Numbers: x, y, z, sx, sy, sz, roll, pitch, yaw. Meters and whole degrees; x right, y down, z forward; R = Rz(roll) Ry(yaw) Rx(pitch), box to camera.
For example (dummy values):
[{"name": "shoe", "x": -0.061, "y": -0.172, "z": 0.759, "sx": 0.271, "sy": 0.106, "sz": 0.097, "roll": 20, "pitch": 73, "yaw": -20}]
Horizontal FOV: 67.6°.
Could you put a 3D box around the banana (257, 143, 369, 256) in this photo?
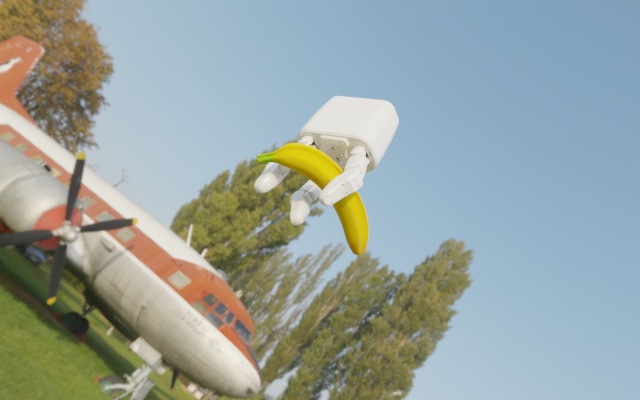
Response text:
[{"name": "banana", "x": 0.011, "y": -0.010, "z": 0.618, "sx": 0.070, "sy": 0.198, "sz": 0.037, "roll": -35, "pitch": 20, "yaw": 29}]
